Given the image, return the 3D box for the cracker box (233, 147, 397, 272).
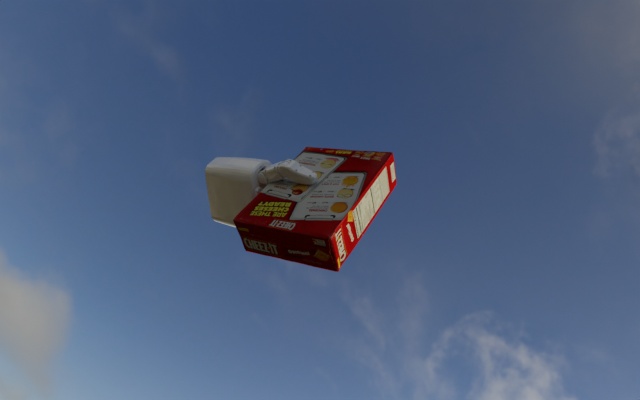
[{"bbox_3d":[0.000,0.002,0.725,0.164,0.072,0.213,8,40,31],"label":"cracker box"}]
